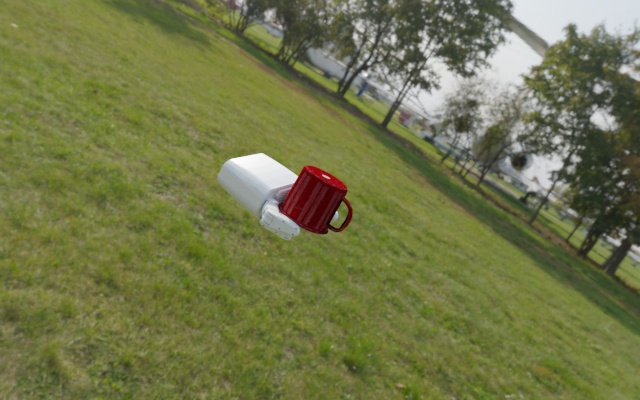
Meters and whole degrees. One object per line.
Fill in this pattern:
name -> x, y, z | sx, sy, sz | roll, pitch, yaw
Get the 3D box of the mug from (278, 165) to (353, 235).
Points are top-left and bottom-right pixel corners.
mug -> 0.001, 0.003, 0.764 | 0.117, 0.081, 0.093 | 35, 15, 22
